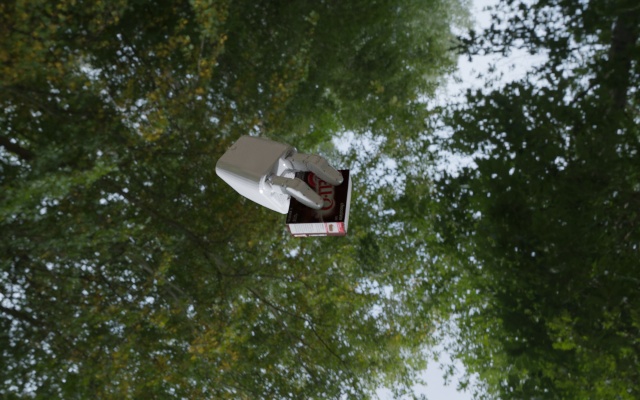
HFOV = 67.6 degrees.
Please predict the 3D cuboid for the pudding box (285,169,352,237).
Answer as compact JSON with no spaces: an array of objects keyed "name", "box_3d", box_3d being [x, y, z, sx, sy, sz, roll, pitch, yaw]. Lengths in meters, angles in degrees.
[{"name":"pudding box","box_3d":[0.000,0.003,0.741,0.090,0.113,0.039,-3,-40,12]}]
